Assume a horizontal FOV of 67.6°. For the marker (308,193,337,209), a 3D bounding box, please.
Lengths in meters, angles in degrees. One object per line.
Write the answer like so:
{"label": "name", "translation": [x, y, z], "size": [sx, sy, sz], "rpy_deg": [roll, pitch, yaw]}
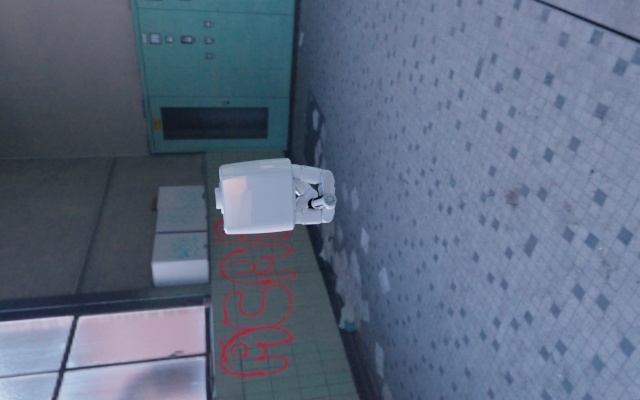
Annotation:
{"label": "marker", "translation": [0.000, 0.002, 0.711], "size": [0.020, 0.020, 0.121], "rpy_deg": [0, -3, -13]}
